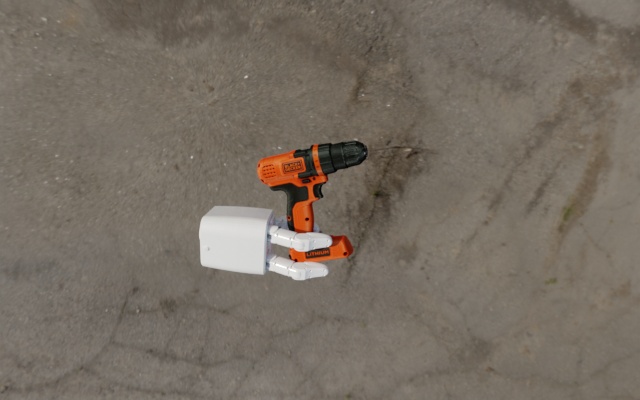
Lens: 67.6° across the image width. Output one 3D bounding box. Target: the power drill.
[{"bbox_3d":[0.000,0.003,0.784,0.184,0.187,0.057,-10,6,16],"label":"power drill"}]
